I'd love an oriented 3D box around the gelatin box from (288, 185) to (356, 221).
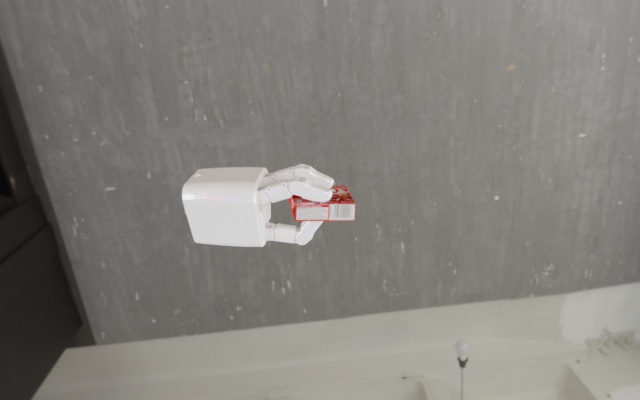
[{"bbox_3d":[0.000,0.003,0.694,0.089,0.030,0.073,0,22,-10],"label":"gelatin box"}]
